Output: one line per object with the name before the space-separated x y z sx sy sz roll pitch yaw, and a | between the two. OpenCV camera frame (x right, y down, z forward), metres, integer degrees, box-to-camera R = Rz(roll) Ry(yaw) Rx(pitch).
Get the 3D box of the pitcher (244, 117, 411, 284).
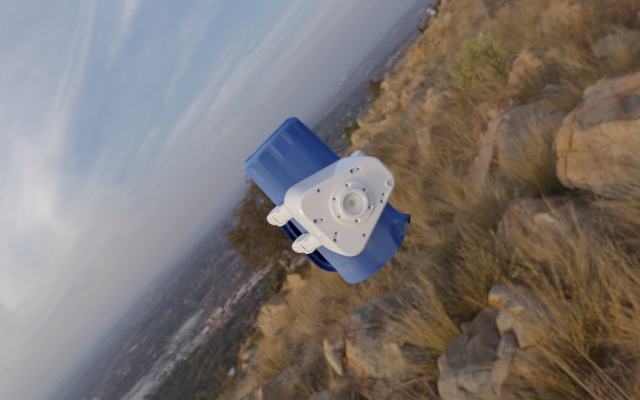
pitcher | 0.000 0.002 0.712 0.243 0.149 0.145 45 -5 -10
